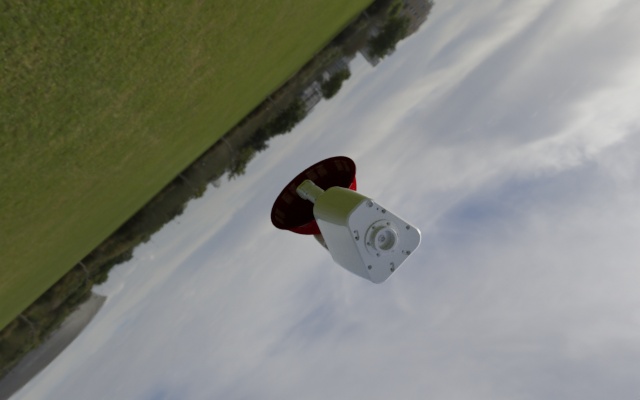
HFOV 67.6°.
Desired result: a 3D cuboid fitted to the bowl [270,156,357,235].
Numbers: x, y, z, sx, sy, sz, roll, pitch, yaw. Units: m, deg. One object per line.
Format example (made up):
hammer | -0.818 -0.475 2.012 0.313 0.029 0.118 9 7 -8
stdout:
bowl | 0.000 0.002 0.765 0.162 0.162 0.055 0 -43 48
